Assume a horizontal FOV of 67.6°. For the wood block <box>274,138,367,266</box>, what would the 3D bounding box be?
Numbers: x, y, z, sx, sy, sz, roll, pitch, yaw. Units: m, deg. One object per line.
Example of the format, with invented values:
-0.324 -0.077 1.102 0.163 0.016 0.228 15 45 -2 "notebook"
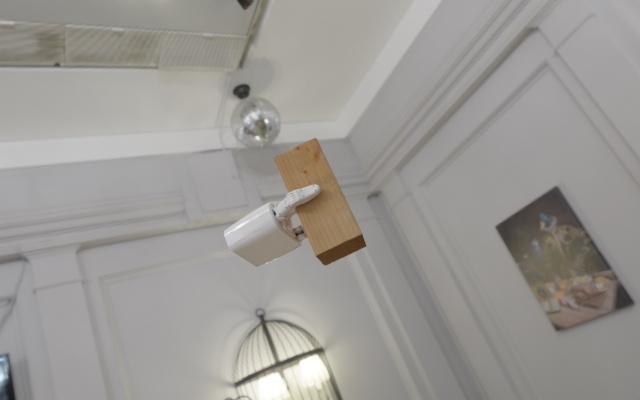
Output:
0.000 0.003 0.884 0.090 0.206 0.091 -26 -21 2 "wood block"
